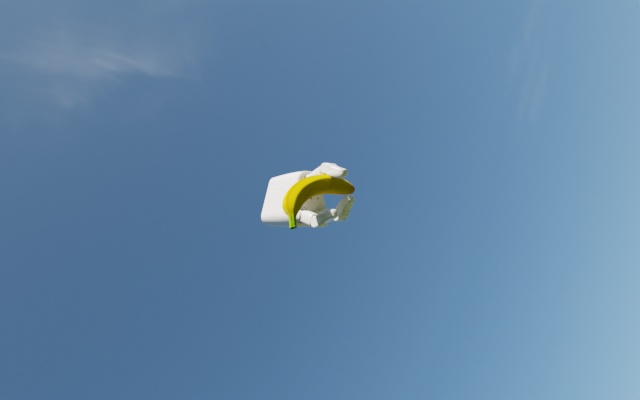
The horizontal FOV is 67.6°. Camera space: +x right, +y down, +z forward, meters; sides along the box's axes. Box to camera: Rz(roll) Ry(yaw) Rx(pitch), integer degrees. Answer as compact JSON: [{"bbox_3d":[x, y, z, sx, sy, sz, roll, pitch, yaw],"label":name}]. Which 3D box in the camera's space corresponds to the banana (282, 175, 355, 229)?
[{"bbox_3d":[-0.009,-0.013,0.879,0.037,0.069,0.197,-17,9,44],"label":"banana"}]
